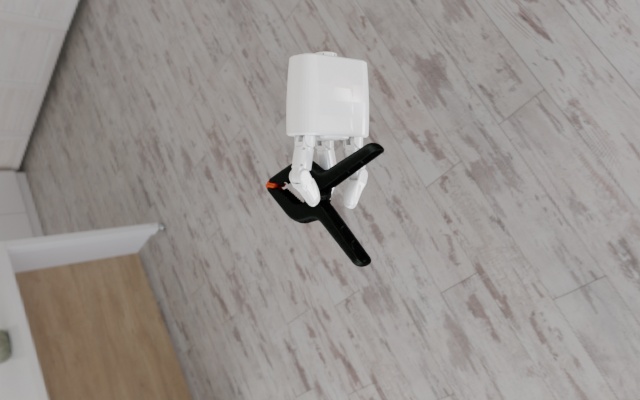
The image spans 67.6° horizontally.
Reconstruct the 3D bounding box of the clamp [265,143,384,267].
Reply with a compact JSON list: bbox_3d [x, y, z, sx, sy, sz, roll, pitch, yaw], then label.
[{"bbox_3d":[-0.001,0.002,0.683,0.210,0.164,0.036,4,5,42],"label":"clamp"}]
